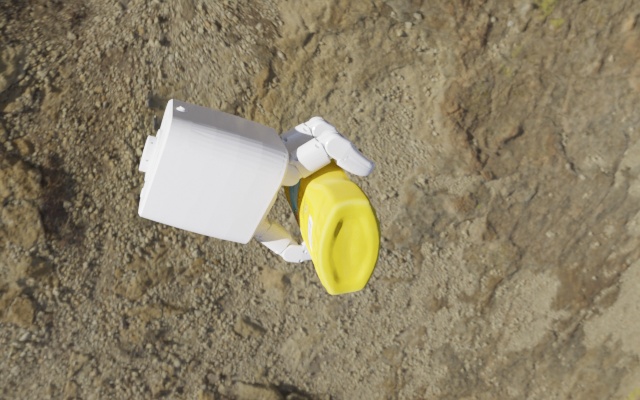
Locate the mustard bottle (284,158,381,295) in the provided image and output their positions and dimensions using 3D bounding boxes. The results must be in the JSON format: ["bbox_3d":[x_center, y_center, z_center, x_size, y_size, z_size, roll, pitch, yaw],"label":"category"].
[{"bbox_3d":[0.000,0.002,0.479,0.058,0.096,0.191,-8,28,-13],"label":"mustard bottle"}]
